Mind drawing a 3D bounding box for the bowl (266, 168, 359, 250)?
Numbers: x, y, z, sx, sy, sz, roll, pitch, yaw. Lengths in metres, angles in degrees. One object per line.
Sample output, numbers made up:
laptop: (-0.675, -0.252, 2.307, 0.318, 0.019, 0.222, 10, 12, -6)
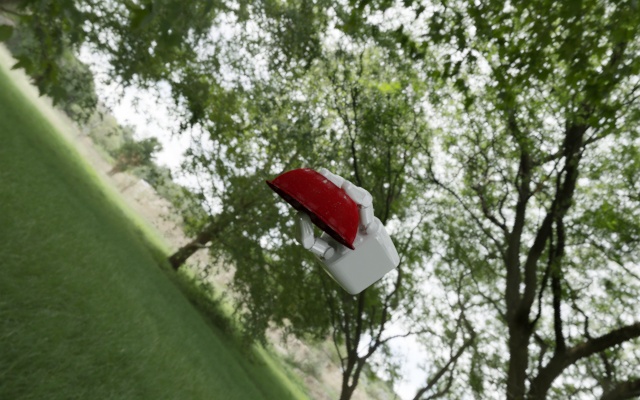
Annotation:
bowl: (0.000, 0.001, 0.689, 0.162, 0.055, 0.162, 37, -6, 4)
